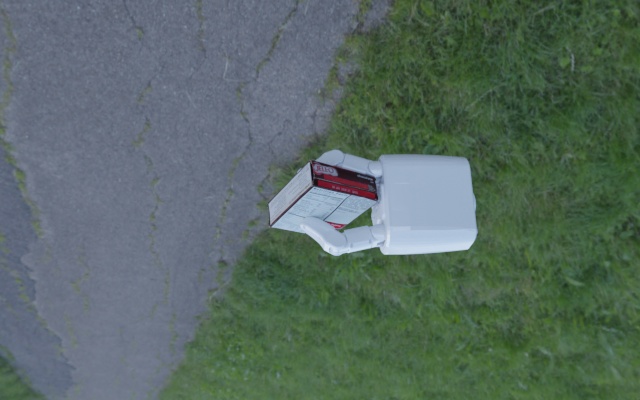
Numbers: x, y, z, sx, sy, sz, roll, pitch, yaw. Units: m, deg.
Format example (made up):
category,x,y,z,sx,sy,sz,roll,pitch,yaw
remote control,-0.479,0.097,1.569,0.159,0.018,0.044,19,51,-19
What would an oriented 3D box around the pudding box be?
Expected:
category,x,y,z,sx,sy,sz,roll,pitch,yaw
pudding box,0.000,0.002,0.569,0.090,0.039,0.113,14,-36,-29
